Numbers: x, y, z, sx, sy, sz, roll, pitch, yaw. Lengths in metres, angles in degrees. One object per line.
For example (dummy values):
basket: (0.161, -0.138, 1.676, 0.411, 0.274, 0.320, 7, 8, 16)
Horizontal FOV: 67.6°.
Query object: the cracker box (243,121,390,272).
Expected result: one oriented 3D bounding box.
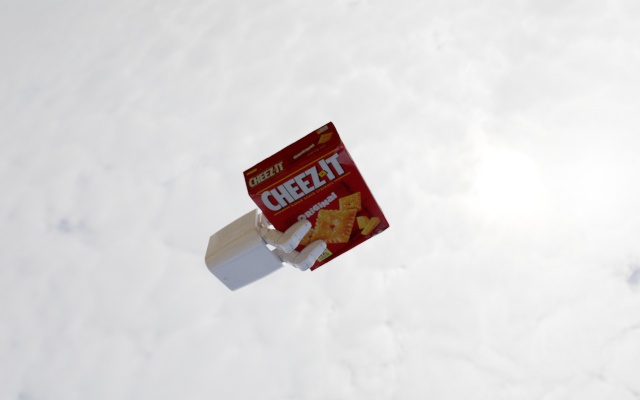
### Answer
cracker box: (0.000, 0.003, 0.785, 0.164, 0.214, 0.072, -29, 40, 6)
